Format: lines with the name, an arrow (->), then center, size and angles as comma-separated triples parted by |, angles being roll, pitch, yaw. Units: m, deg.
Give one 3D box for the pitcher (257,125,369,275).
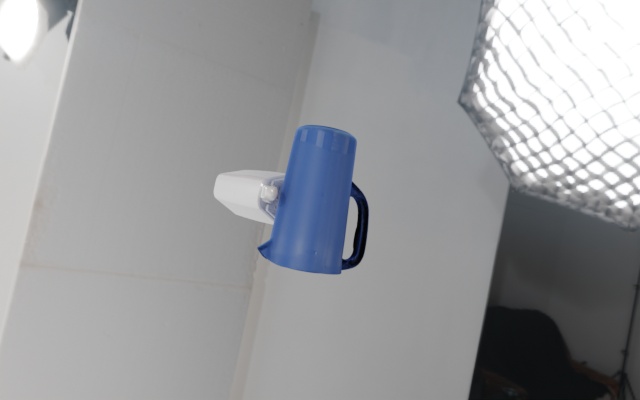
pitcher -> 0.000, 0.003, 0.820 | 0.145, 0.243, 0.149 | 9, -3, 28
